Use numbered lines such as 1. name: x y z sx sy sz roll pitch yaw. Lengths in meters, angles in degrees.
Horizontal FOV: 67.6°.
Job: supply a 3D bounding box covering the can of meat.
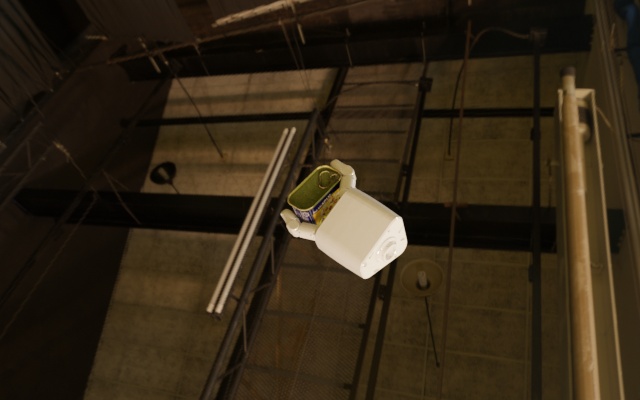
1. can of meat: 0.000 0.003 0.849 0.057 0.102 0.084 29 -26 37
